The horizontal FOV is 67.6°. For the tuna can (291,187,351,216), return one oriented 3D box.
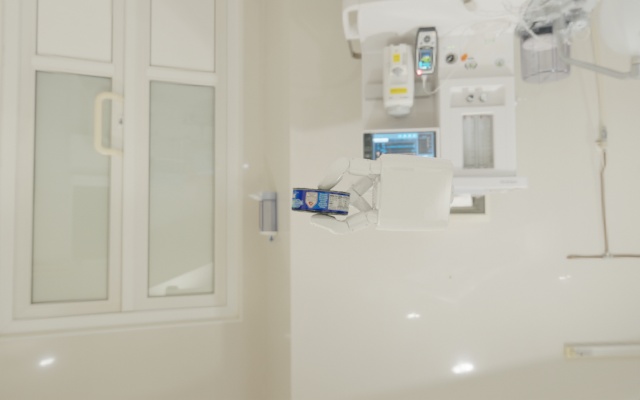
[{"bbox_3d":[0.000,0.003,0.700,0.086,0.034,0.086,5,-3,0],"label":"tuna can"}]
